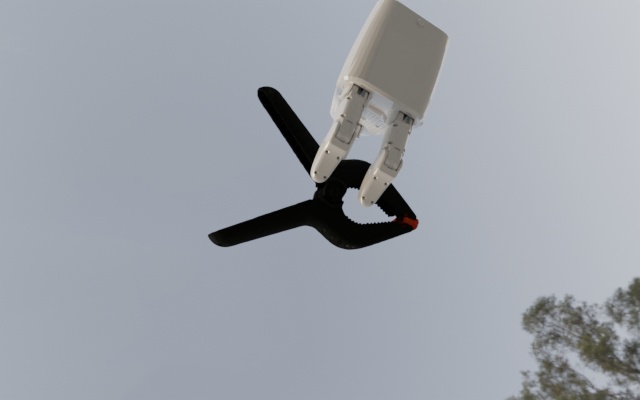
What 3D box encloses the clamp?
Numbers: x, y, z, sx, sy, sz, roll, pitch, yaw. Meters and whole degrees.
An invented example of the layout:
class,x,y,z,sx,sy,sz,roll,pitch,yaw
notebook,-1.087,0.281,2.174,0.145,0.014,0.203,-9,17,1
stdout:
class,x,y,z,sx,sy,sz,roll,pitch,yaw
clamp,0.000,0.002,0.484,0.210,0.164,0.036,27,-14,-15
